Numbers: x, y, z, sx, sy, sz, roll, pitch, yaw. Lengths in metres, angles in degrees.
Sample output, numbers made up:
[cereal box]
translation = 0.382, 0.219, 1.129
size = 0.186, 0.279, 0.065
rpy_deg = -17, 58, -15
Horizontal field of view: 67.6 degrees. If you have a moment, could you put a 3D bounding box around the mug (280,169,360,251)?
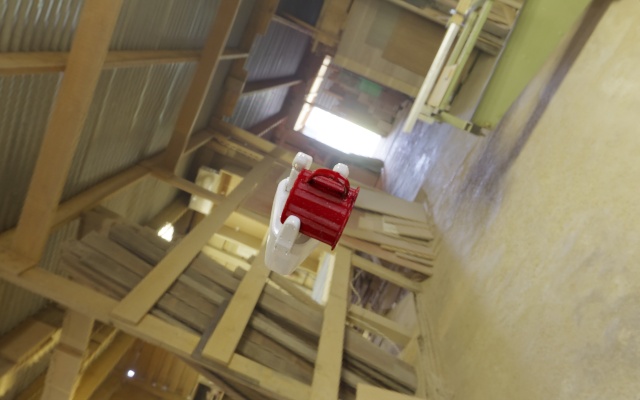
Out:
[mug]
translation = 0.000, 0.001, 0.628
size = 0.081, 0.093, 0.117
rpy_deg = 23, -39, 0
